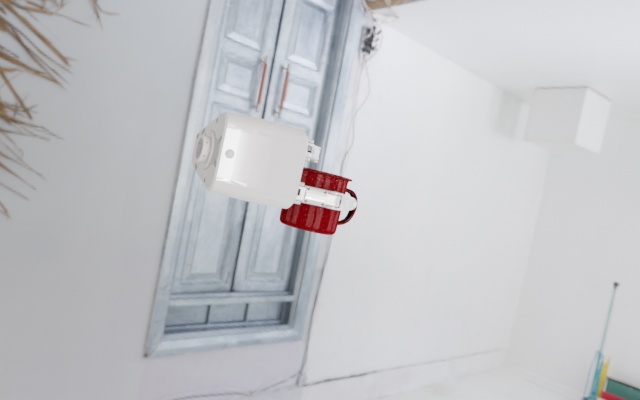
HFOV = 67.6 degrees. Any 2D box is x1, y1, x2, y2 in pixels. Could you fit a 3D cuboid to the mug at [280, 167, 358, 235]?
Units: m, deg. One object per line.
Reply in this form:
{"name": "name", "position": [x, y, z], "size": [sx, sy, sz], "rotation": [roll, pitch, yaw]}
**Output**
{"name": "mug", "position": [0.001, 0.003, 0.673], "size": [0.117, 0.081, 0.093], "rotation": [13, 2, -32]}
